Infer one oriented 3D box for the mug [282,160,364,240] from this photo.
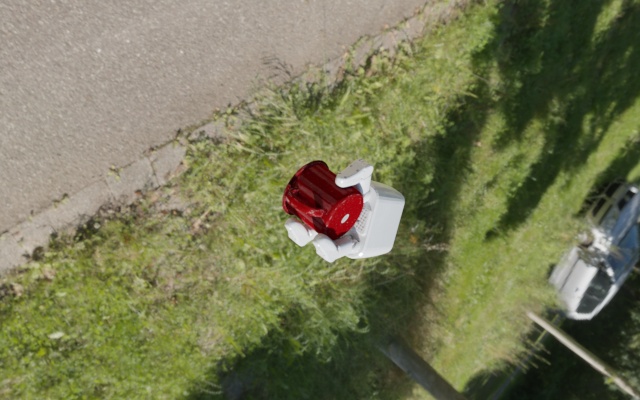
[{"bbox_3d":[-0.001,0.002,0.663,0.081,0.093,0.117,37,18,29],"label":"mug"}]
